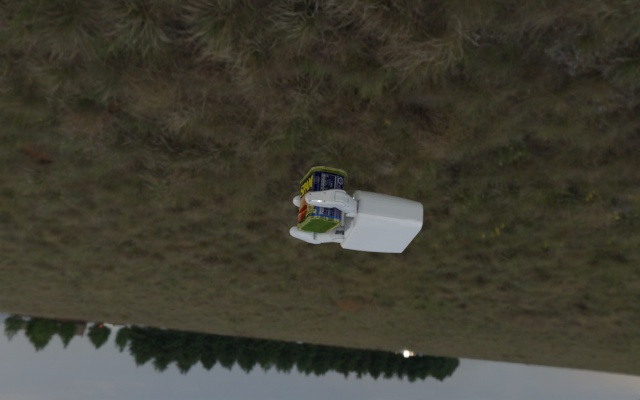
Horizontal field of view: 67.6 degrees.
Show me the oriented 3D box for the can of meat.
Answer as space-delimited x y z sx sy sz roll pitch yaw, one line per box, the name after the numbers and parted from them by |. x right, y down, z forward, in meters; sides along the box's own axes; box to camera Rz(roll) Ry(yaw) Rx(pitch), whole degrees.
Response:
0.000 0.003 0.762 0.057 0.084 0.102 9 -17 -15 | can of meat
